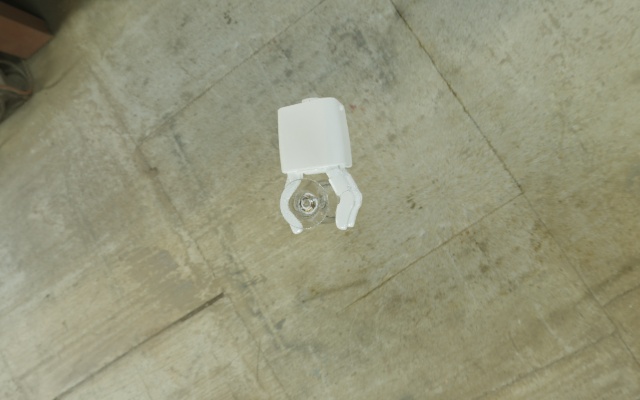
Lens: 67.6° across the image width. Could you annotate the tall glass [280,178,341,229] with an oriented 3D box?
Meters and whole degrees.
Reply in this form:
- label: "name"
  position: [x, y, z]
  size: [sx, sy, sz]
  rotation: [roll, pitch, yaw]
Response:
- label: "tall glass"
  position: [0.000, 0.003, 0.789]
  size: [0.079, 0.079, 0.201]
  rotation: [0, 1, 14]
